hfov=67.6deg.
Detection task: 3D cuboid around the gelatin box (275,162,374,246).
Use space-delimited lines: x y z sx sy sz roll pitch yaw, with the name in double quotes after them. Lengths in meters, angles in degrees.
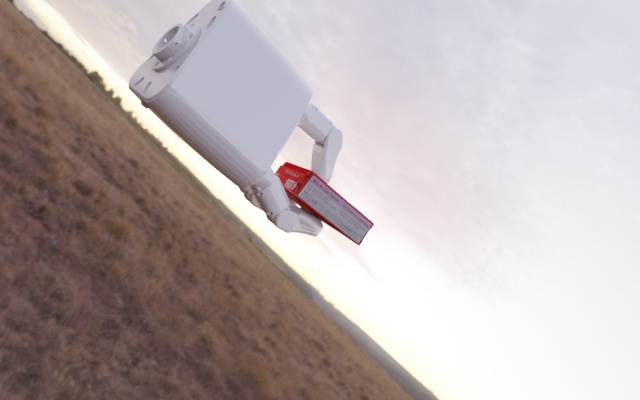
0.001 0.001 0.469 0.089 0.030 0.073 38 -4 -26 "gelatin box"
